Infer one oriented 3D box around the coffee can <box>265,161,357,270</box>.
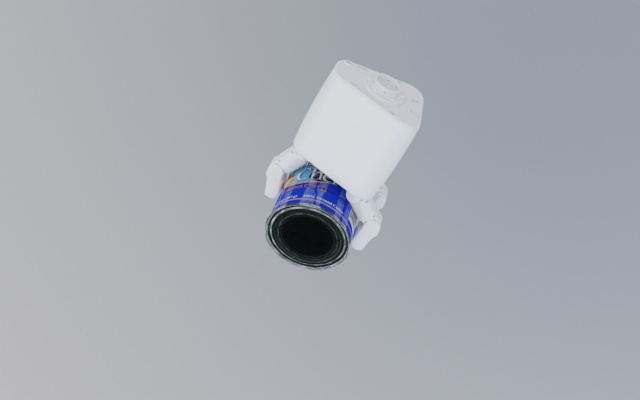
[{"bbox_3d":[0.000,0.002,0.602,0.103,0.103,0.140,0,38,17],"label":"coffee can"}]
